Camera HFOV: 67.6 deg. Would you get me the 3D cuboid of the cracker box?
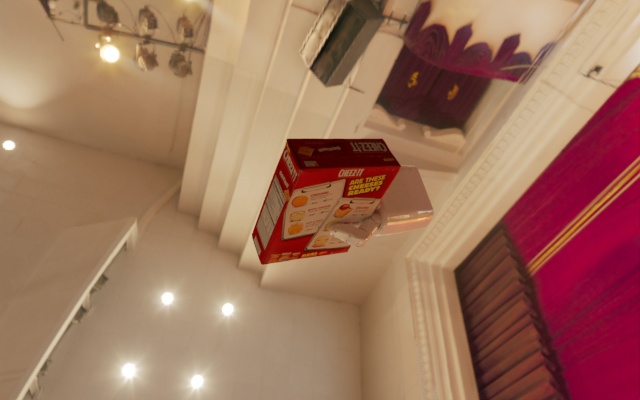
[{"bbox_3d":[0.000,0.003,0.732,0.164,0.072,0.214,-4,-40,-29],"label":"cracker box"}]
